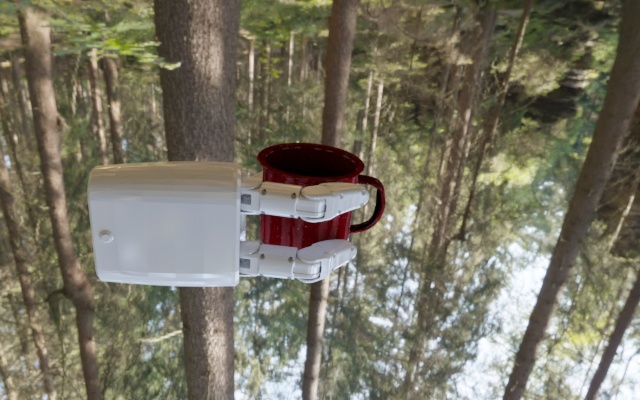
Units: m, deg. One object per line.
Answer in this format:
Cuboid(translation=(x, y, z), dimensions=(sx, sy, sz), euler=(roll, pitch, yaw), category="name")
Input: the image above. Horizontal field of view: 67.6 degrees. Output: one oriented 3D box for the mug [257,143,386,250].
Cuboid(translation=(0.001, 0.002, 0.431), dimensions=(0.117, 0.081, 0.093), euler=(3, 24, -7), category="mug")
